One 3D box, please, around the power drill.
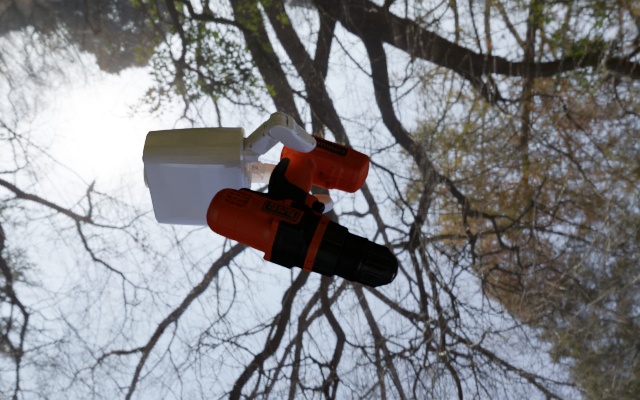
[{"bbox_3d":[0.000,0.001,0.499,0.184,0.057,0.187,21,32,3],"label":"power drill"}]
